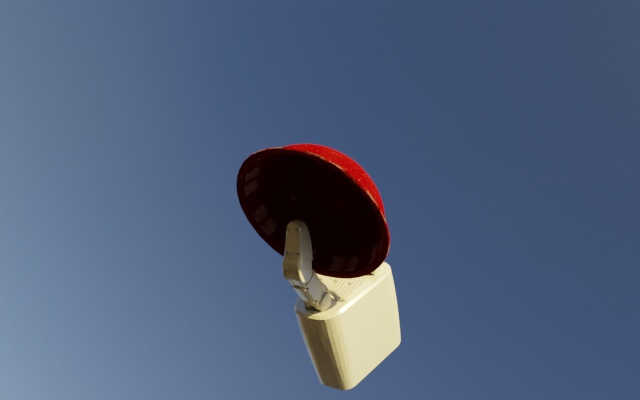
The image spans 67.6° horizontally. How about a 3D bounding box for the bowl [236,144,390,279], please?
[{"bbox_3d":[0.000,0.000,0.466,0.162,0.162,0.055,0,39,35],"label":"bowl"}]
